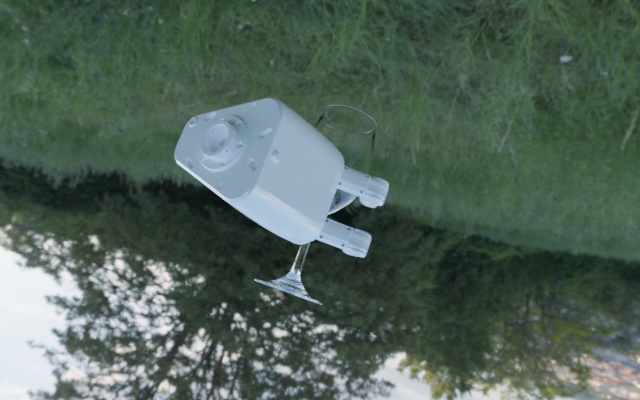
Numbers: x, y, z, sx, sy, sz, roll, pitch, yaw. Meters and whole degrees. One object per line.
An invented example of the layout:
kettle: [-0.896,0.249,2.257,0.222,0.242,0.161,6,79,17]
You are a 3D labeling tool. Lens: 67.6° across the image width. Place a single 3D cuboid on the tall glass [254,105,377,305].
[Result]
tall glass: [0.000,0.002,0.505,0.079,0.201,0.079,19,-11,4]
